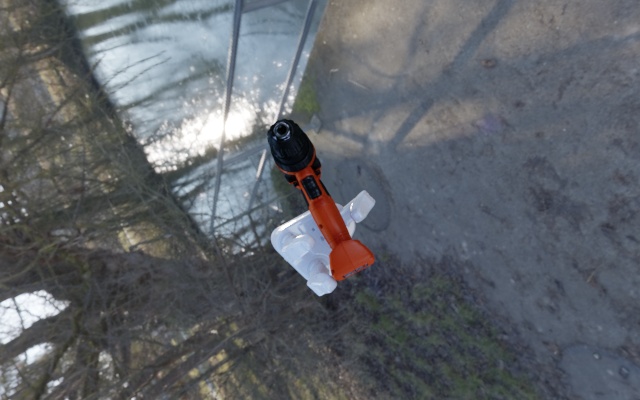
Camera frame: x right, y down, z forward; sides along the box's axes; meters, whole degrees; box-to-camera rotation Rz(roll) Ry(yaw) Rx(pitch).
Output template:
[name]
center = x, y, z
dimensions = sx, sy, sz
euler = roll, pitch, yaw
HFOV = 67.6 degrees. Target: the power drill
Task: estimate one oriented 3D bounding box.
[power drill]
center = 0.000, 0.002, 0.587
dimensions = 0.057, 0.187, 0.184
euler = -27, -14, 2
